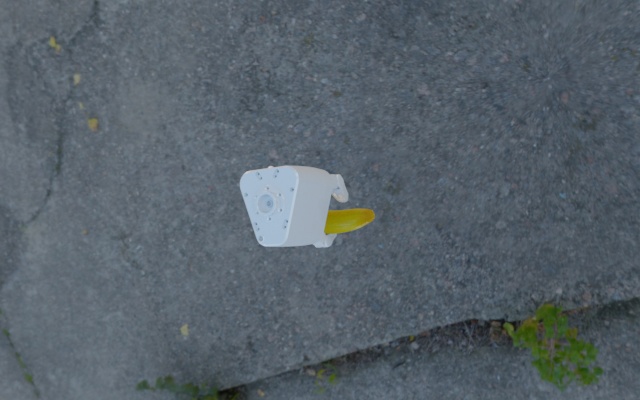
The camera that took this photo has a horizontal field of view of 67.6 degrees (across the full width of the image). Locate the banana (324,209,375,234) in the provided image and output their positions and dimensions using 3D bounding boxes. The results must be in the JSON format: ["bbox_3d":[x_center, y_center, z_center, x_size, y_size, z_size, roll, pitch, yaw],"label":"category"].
[{"bbox_3d":[-0.010,0.019,0.777,0.198,0.069,0.037,20,-7,28],"label":"banana"}]
